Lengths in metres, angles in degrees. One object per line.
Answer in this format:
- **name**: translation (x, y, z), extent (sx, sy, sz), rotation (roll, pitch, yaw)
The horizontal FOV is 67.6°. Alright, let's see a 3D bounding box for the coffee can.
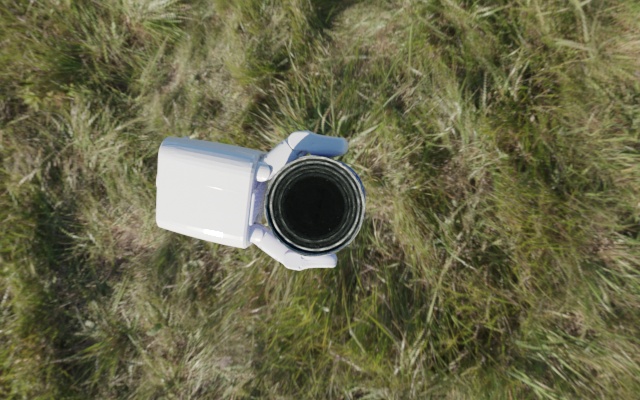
- **coffee can**: translation (0.000, 0.002, 0.545), extent (0.103, 0.103, 0.140), rotation (0, 4, 5)
